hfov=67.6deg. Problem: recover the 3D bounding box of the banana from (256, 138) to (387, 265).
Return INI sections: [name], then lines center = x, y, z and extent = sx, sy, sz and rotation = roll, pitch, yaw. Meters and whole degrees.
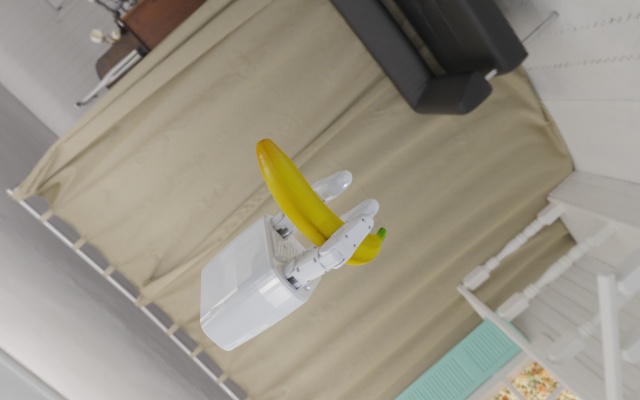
[banana]
center = 0.003, 0.017, 0.484
extent = 0.037, 0.069, 0.198
rotation = -32, -50, 26
